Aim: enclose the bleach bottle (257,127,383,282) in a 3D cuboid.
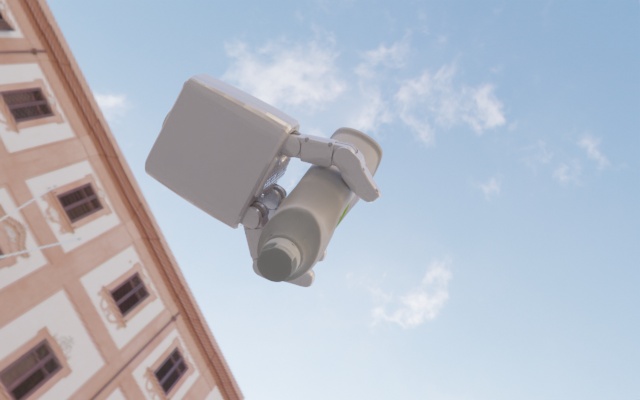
[{"bbox_3d":[0.000,0.002,0.465,0.068,0.103,0.250,29,23,4],"label":"bleach bottle"}]
